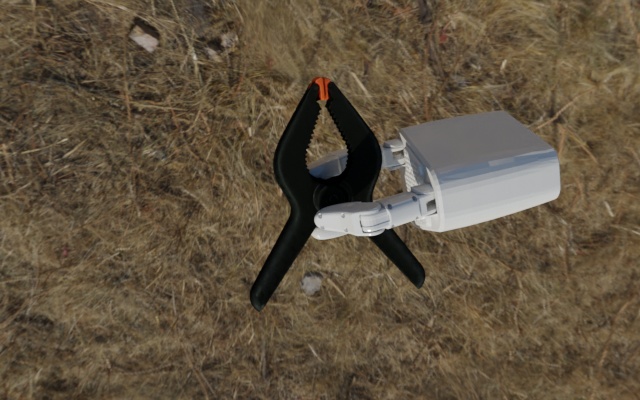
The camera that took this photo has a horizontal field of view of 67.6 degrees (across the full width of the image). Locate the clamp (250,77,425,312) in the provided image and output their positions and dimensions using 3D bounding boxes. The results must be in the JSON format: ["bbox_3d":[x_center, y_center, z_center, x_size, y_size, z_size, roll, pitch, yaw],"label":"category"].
[{"bbox_3d":[0.000,0.001,0.421,0.164,0.210,0.036,-14,16,-5],"label":"clamp"}]
